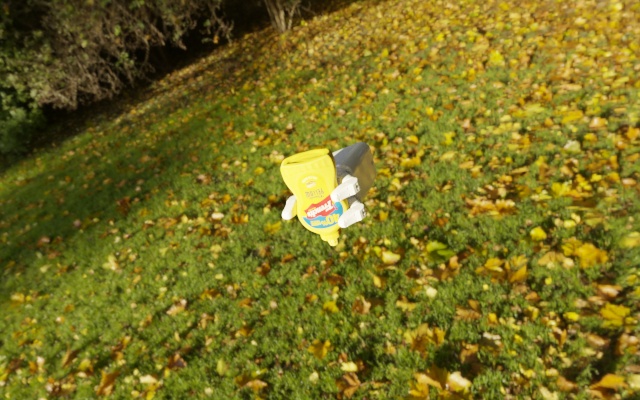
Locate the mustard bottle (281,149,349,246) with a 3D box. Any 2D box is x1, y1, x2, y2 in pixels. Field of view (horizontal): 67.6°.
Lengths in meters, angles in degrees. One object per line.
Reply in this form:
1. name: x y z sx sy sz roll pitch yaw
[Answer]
1. mustard bottle: 0.000 0.003 0.887 0.096 0.192 0.058 -14 28 10
